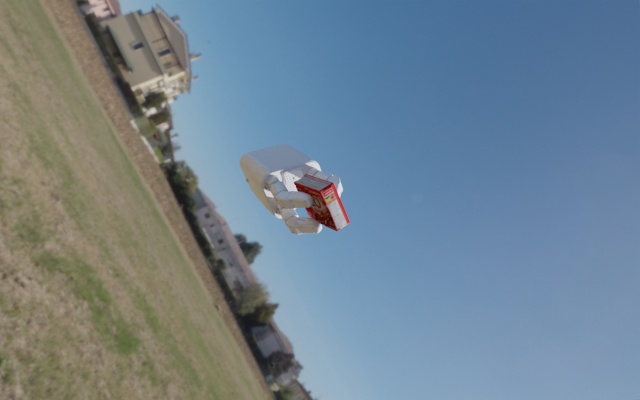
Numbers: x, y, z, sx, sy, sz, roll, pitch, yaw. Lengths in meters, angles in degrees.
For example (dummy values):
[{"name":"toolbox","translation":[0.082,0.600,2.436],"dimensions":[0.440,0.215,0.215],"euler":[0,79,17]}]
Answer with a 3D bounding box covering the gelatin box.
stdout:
[{"name":"gelatin box","translation":[0.001,0.002,0.748],"dimensions":[0.030,0.073,0.089],"euler":[-33,26,-21]}]
